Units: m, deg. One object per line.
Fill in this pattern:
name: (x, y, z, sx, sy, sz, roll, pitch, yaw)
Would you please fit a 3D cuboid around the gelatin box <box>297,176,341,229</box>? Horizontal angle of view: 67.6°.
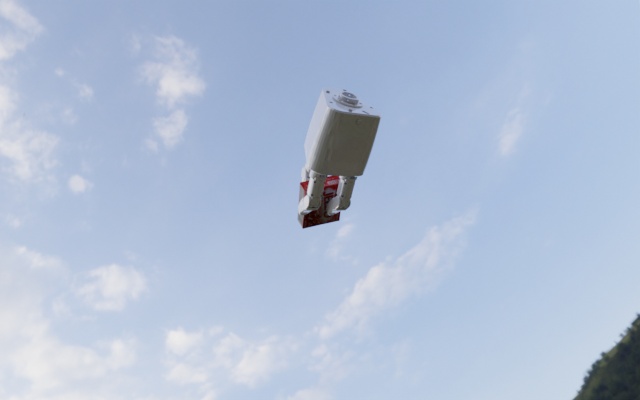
gelatin box: (0.000, 0.003, 0.834, 0.073, 0.089, 0.030, -12, 42, -21)
